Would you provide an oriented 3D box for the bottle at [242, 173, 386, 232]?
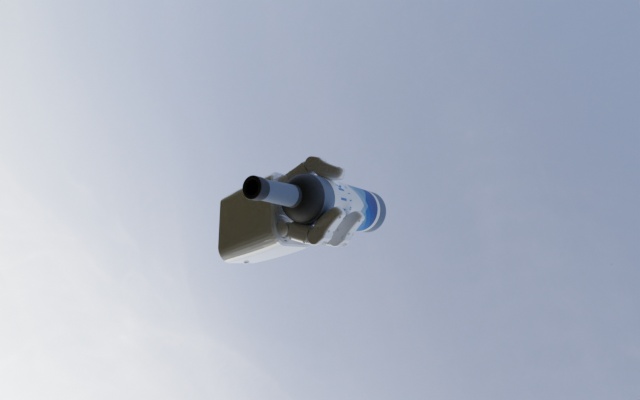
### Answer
[{"bbox_3d":[0.000,0.002,0.650,0.069,0.069,0.296,0,-7,31],"label":"bottle"}]
